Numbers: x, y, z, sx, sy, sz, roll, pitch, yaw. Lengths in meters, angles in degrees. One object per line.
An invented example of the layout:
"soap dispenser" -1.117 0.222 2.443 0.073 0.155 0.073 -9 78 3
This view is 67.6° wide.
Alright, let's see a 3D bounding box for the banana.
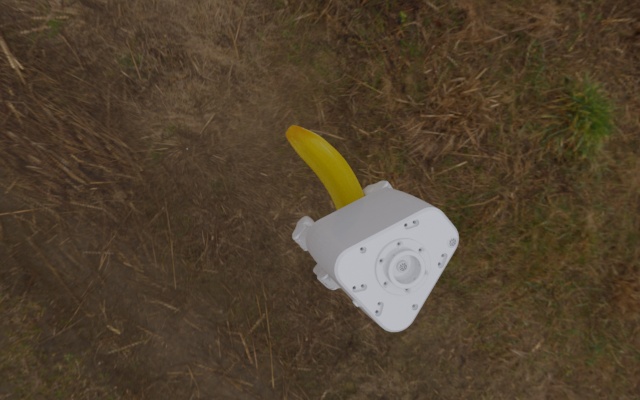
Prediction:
"banana" 0.019 -0.001 0.567 0.069 0.198 0.037 -18 14 -7
